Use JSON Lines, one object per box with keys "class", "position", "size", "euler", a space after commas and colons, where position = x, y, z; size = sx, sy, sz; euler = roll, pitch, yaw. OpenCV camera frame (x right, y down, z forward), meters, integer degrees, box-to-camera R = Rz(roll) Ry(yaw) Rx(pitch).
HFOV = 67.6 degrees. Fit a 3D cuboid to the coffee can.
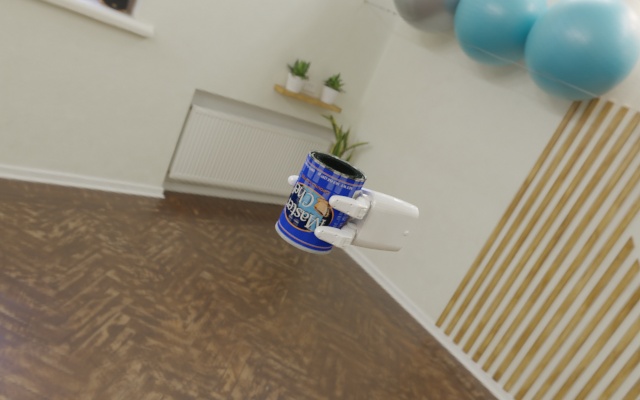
{"class": "coffee can", "position": [0.000, 0.003, 0.780], "size": [0.103, 0.140, 0.102], "euler": [23, 17, -8]}
